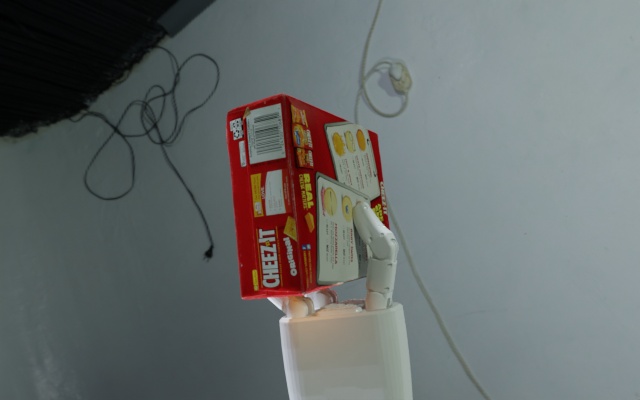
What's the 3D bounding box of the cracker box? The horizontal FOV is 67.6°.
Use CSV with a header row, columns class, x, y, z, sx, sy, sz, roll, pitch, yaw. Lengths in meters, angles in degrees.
class,x,y,z,sx,sy,sz,roll,pitch,yaw
cracker box,0.000,0.002,0.480,0.072,0.164,0.214,-9,-6,27
